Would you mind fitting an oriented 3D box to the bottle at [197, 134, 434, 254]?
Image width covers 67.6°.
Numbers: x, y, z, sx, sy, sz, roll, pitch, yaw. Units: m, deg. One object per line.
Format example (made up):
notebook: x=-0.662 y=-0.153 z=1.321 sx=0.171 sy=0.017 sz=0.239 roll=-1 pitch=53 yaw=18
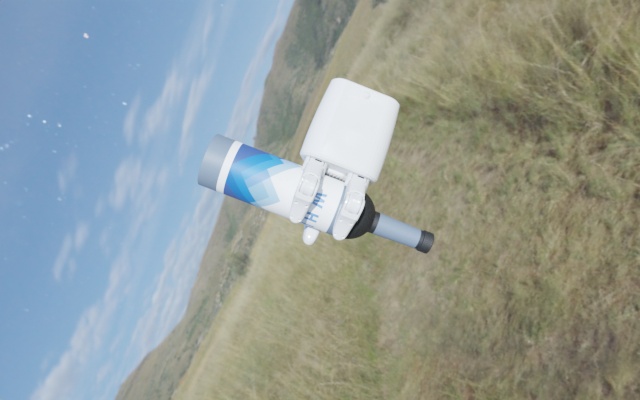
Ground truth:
bottle: x=0.000 y=0.002 z=0.591 sx=0.296 sy=0.069 sz=0.069 roll=21 pitch=-1 yaw=-3
